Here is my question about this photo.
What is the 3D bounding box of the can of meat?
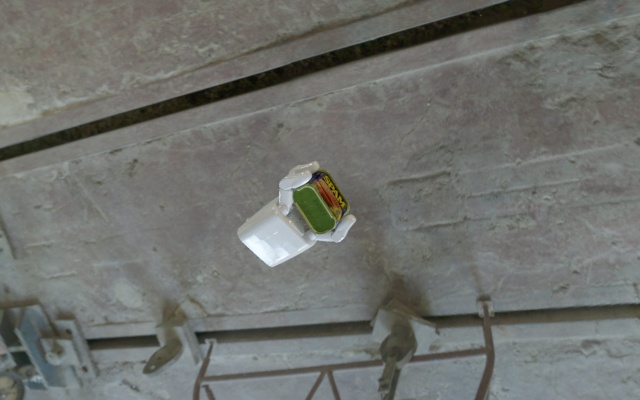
[{"bbox_3d":[0.000,0.003,0.879,0.057,0.102,0.084,-29,9,26],"label":"can of meat"}]
